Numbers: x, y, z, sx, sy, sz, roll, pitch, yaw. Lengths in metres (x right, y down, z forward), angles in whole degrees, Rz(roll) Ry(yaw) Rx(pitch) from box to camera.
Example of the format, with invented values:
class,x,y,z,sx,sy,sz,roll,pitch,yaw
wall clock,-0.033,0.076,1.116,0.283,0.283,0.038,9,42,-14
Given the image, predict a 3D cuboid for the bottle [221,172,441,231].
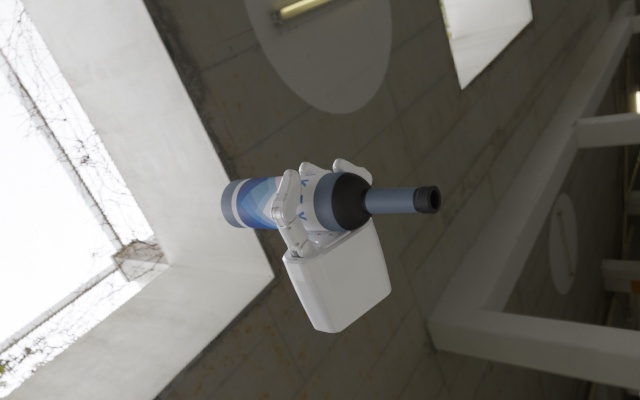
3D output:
class,x,y,z,sx,sy,sz,roll,pitch,yaw
bottle,0.000,0.002,0.558,0.296,0.069,0.069,-1,-1,41
